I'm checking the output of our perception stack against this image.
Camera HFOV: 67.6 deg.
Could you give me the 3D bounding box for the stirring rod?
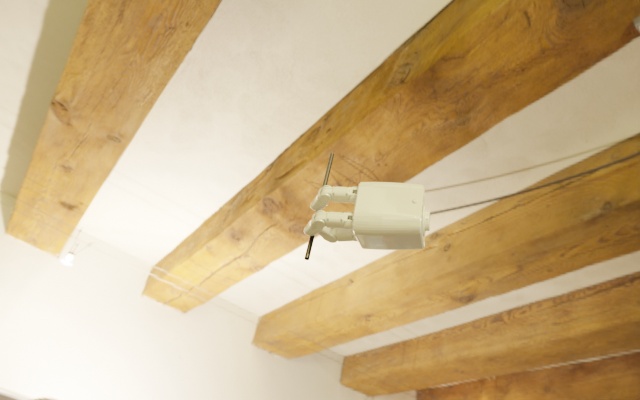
[{"bbox_3d":[0.000,0.003,0.848,0.011,0.239,0.011,8,-38,7],"label":"stirring rod"}]
